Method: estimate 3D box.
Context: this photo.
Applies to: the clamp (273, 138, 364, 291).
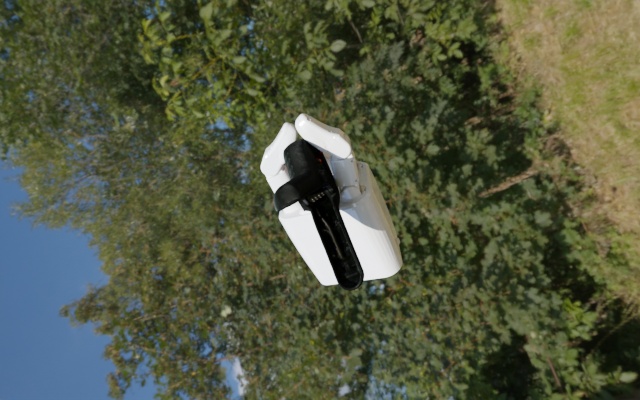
[{"bbox_3d":[-0.001,0.002,0.447,0.039,0.120,0.171,-22,27,13],"label":"clamp"}]
